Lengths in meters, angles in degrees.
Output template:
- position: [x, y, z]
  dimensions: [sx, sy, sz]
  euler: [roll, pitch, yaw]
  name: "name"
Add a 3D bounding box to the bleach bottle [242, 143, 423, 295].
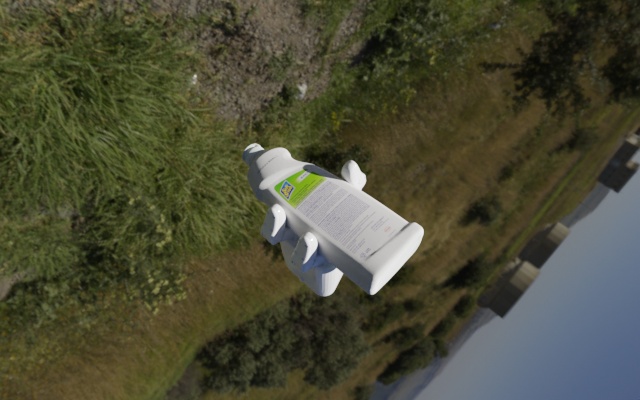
- position: [0.000, 0.002, 0.607]
  dimensions: [0.250, 0.102, 0.068]
  euler: [39, -23, 22]
  name: "bleach bottle"
